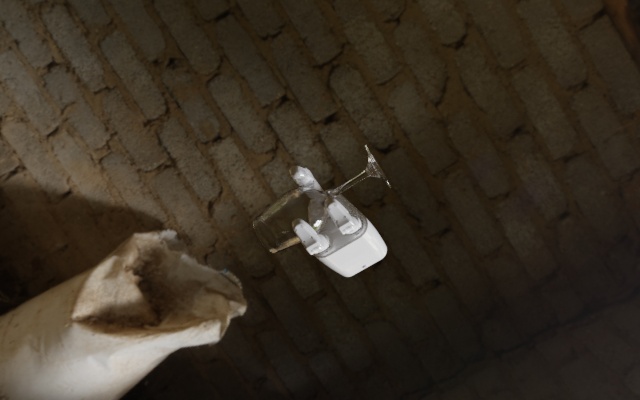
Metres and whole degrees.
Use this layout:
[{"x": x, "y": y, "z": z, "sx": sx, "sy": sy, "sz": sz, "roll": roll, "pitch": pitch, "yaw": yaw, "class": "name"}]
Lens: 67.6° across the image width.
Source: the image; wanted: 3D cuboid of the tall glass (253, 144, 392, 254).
[{"x": 0.001, "y": 0.002, "z": 0.700, "sx": 0.201, "sy": 0.079, "sz": 0.079, "roll": -31, "pitch": -6, "yaw": 10, "class": "tall glass"}]
